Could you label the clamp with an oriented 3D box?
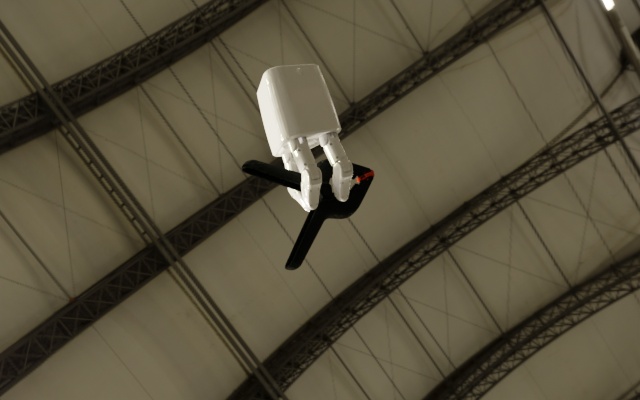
[{"bbox_3d":[0.000,0.002,0.711,0.210,0.164,0.036,-15,-5,-32],"label":"clamp"}]
